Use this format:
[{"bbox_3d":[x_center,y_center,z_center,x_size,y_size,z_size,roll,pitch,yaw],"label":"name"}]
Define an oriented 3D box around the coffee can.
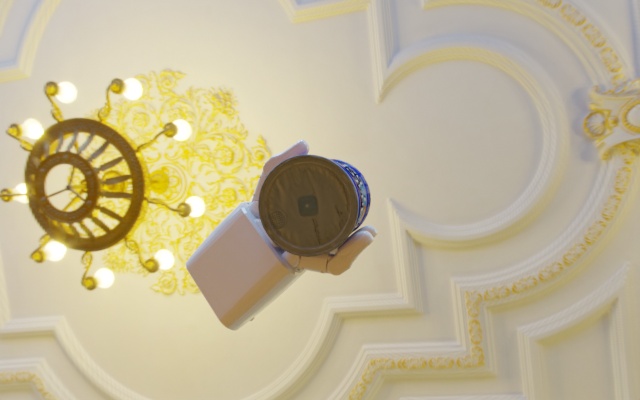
[{"bbox_3d":[0.000,0.002,0.542,0.103,0.103,0.140,0,3,11],"label":"coffee can"}]
